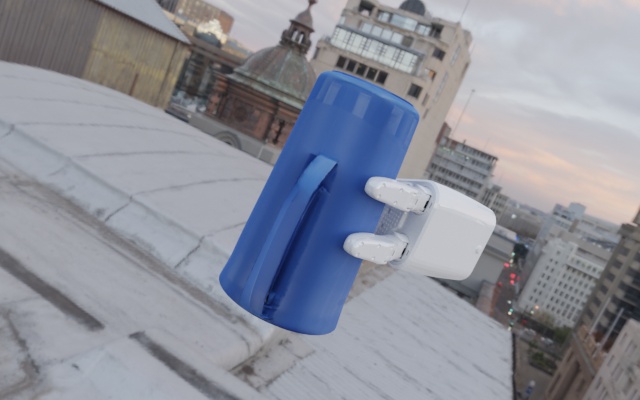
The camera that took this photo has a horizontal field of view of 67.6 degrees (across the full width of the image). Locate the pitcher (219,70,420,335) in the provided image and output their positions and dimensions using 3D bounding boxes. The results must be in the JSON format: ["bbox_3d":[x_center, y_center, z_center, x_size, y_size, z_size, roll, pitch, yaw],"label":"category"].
[{"bbox_3d":[0.000,0.002,0.474,0.145,0.243,0.149,18,10,-31],"label":"pitcher"}]
